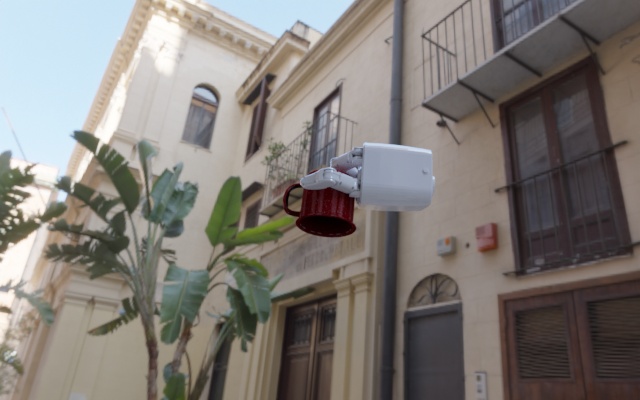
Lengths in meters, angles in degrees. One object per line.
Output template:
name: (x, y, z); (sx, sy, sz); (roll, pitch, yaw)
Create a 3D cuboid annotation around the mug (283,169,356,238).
mug: (-0.001, 0.002, 0.744); (0.117, 0.081, 0.093); (6, -24, 1)
